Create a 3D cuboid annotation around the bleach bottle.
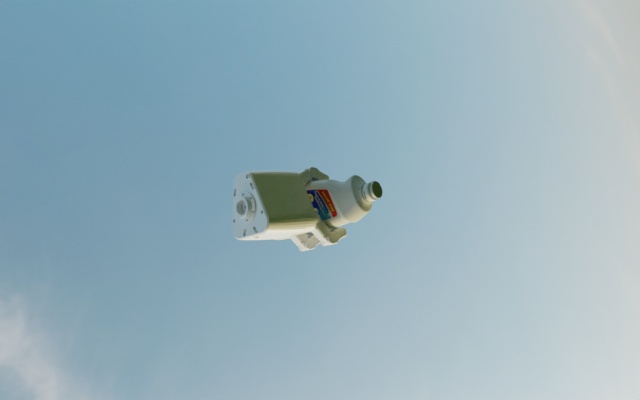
[{"bbox_3d":[0.000,0.003,0.850,0.251,0.102,0.068,-18,-11,41],"label":"bleach bottle"}]
